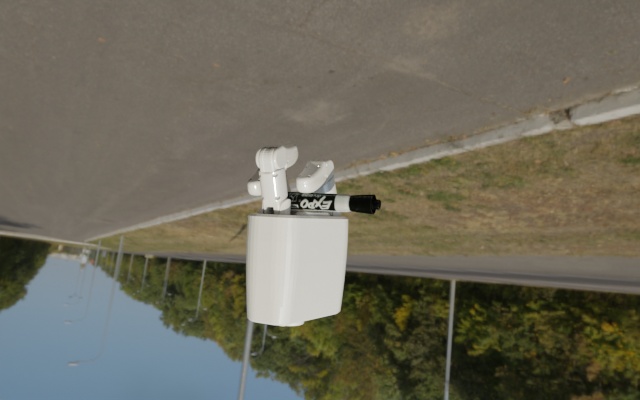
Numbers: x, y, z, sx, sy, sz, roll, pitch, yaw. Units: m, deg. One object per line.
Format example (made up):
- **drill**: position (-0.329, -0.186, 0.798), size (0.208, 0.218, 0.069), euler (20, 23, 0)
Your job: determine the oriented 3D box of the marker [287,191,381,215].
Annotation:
- **marker**: position (0.000, 0.001, 0.465), size (0.121, 0.020, 0.020), euler (3, 1, 25)
